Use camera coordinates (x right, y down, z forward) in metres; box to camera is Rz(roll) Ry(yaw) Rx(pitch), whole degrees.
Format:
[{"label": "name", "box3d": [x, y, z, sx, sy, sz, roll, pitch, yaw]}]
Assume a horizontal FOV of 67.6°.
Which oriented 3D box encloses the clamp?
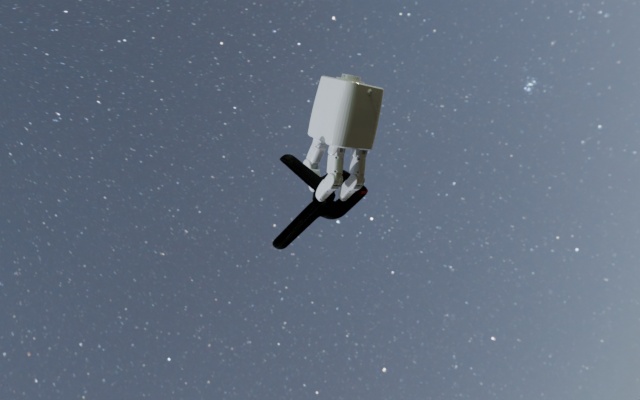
[{"label": "clamp", "box3d": [0.000, 0.002, 0.848, 0.210, 0.164, 0.036, -1, 20, -43]}]
